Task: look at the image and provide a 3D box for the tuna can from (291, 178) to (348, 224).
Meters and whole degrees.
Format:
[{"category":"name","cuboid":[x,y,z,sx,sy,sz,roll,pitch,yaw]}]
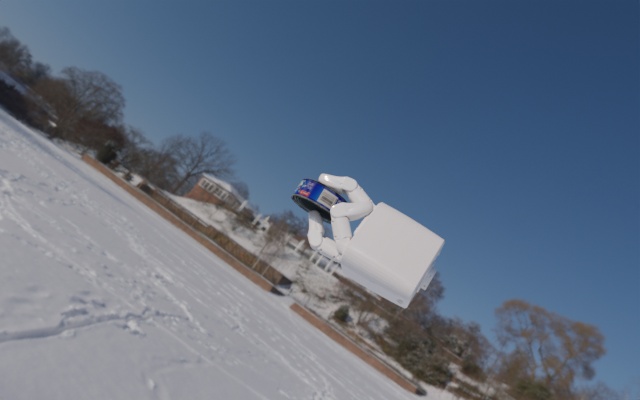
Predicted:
[{"category":"tuna can","cuboid":[0.000,0.002,0.732,0.086,0.033,0.086,29,-13,8]}]
